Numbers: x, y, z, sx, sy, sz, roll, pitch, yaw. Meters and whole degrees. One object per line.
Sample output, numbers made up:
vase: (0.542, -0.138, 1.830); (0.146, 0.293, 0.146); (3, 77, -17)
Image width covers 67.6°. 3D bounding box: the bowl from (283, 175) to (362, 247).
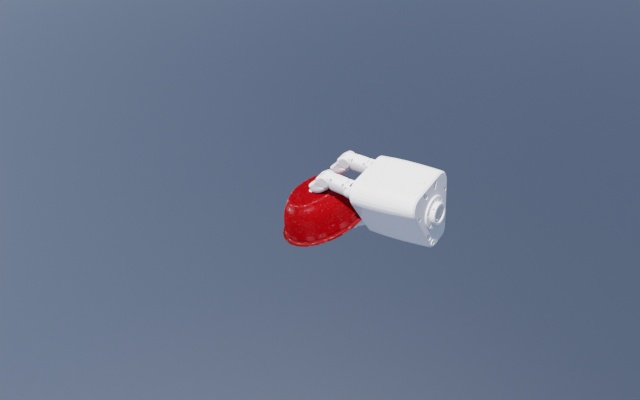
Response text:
bowl: (-0.001, 0.002, 0.782); (0.162, 0.055, 0.162); (-22, 27, 12)
